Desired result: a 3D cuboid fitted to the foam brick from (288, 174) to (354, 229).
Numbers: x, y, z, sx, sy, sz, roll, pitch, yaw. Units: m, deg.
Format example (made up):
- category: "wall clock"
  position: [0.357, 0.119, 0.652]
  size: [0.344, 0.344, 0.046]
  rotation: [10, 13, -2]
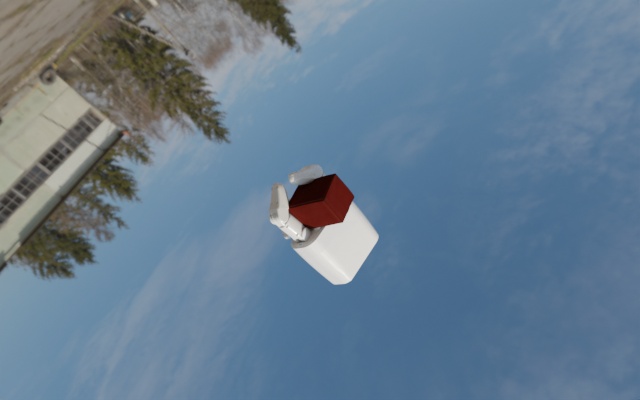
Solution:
- category: "foam brick"
  position: [0.000, 0.002, 0.697]
  size: [0.078, 0.053, 0.051]
  rotation: [-13, -51, 43]
